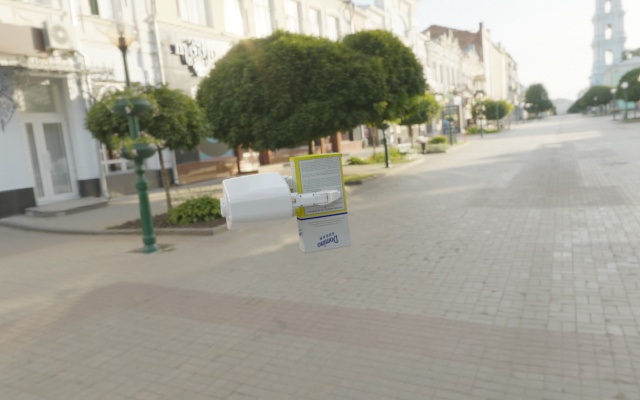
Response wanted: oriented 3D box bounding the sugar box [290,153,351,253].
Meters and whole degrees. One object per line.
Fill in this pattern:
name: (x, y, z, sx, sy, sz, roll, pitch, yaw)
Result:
sugar box: (0.000, 0.003, 0.885, 0.093, 0.176, 0.048, -7, 8, -16)
